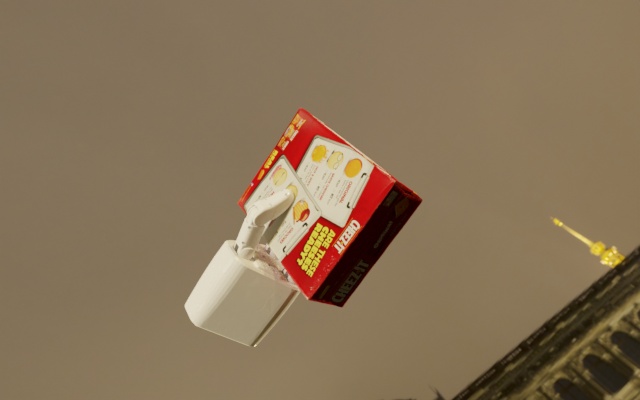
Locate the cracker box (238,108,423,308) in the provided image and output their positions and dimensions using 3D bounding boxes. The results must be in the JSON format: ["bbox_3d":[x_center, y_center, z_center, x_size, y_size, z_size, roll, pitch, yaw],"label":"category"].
[{"bbox_3d":[0.000,0.002,0.604,0.072,0.164,0.213,25,14,-44],"label":"cracker box"}]
